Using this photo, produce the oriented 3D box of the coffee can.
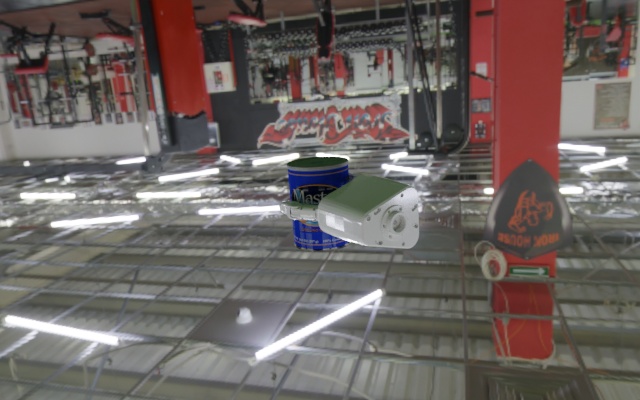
[{"bbox_3d":[0.000,0.002,0.804,0.103,0.140,0.102,-4,14,1],"label":"coffee can"}]
